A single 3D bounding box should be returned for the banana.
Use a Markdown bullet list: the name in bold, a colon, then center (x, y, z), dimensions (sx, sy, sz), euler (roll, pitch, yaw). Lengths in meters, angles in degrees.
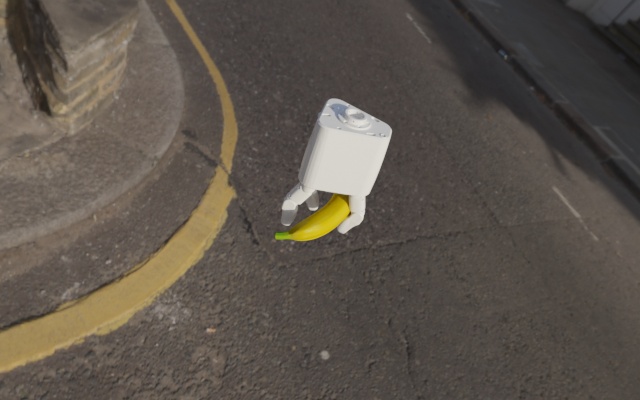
- **banana**: center (0.013, 0.011, 0.765), dimensions (0.069, 0.037, 0.197), euler (25, 42, 26)
